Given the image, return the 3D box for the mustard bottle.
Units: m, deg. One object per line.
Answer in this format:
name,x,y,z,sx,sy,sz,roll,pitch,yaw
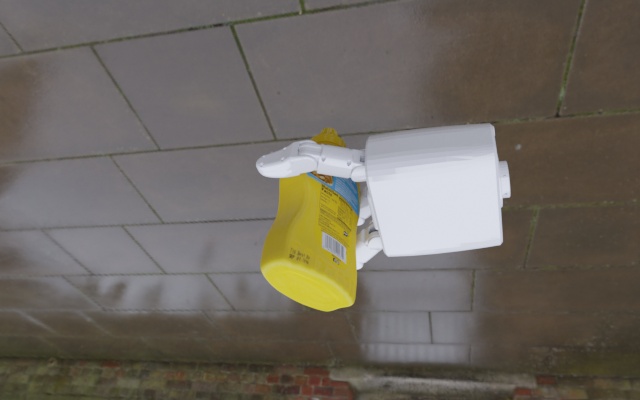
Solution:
mustard bottle,0.000,0.002,0.464,0.058,0.191,0.096,-25,-47,36
